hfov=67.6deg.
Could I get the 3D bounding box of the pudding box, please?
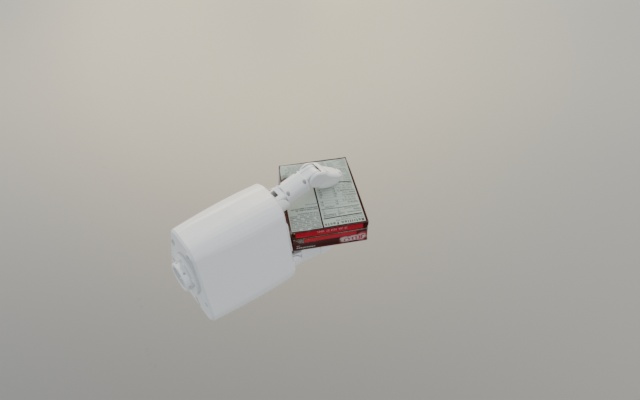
[{"bbox_3d":[0.000,0.002,0.566,0.090,0.113,0.039,-7,-40,-8],"label":"pudding box"}]
